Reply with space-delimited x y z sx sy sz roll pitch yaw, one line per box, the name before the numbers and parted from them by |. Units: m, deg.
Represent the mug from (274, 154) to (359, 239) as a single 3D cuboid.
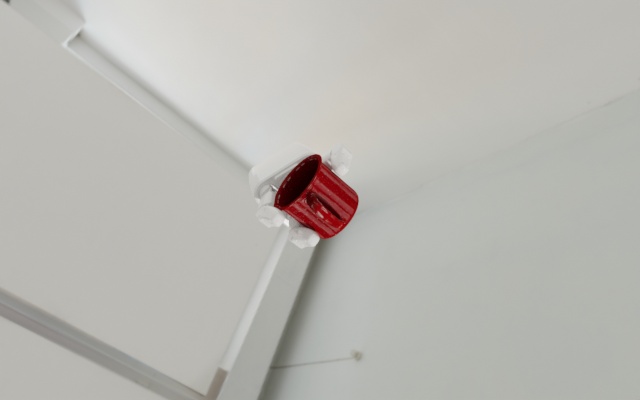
mug | 0.001 0.003 0.633 0.081 0.093 0.117 39 6 -23
